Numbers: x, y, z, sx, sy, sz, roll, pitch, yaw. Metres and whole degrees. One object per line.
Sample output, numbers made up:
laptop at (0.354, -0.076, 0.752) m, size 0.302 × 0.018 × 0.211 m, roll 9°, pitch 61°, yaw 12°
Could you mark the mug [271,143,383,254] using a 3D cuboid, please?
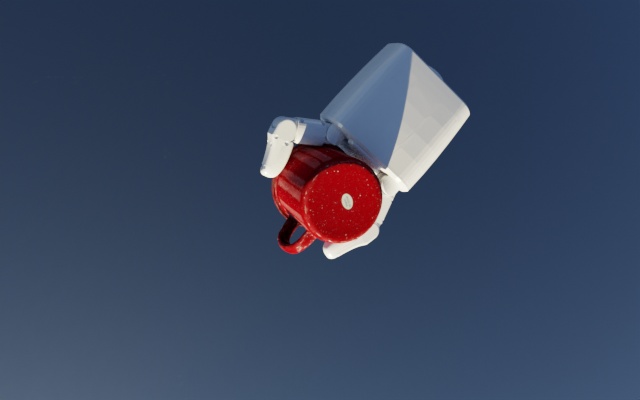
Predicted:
mug at (-0.001, 0.003, 0.463) m, size 0.093 × 0.117 × 0.081 m, roll 41°, pitch -3°, yaw -25°
